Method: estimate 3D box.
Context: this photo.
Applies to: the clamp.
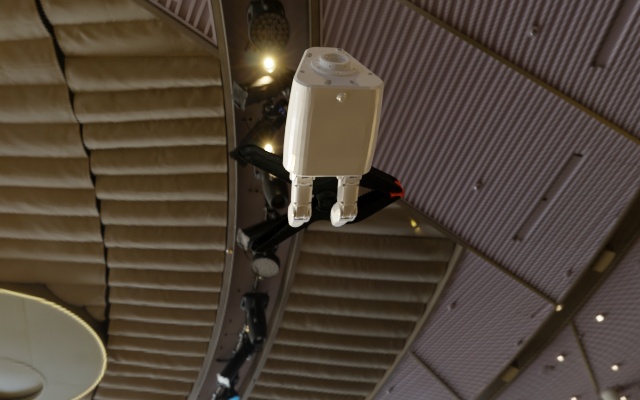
[{"bbox_3d":[0.001,0.001,0.613,0.210,0.165,0.036,-1,39,-11],"label":"clamp"}]
